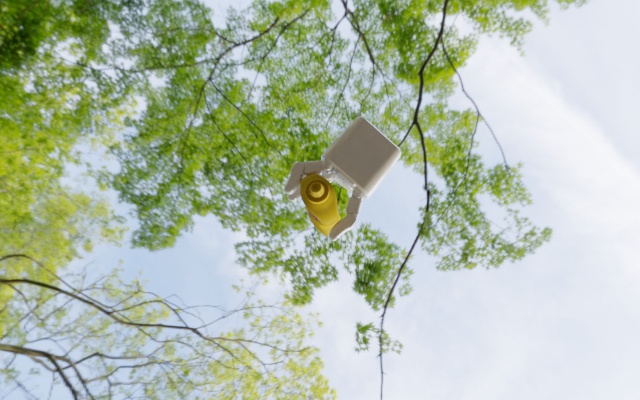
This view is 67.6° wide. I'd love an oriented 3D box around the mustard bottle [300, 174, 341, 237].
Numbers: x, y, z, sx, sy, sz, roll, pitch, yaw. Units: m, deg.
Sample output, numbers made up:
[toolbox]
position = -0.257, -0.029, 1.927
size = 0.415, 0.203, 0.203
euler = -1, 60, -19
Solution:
[mustard bottle]
position = 0.000, 0.003, 0.864
size = 0.058, 0.096, 0.192
euler = -25, -15, -3
